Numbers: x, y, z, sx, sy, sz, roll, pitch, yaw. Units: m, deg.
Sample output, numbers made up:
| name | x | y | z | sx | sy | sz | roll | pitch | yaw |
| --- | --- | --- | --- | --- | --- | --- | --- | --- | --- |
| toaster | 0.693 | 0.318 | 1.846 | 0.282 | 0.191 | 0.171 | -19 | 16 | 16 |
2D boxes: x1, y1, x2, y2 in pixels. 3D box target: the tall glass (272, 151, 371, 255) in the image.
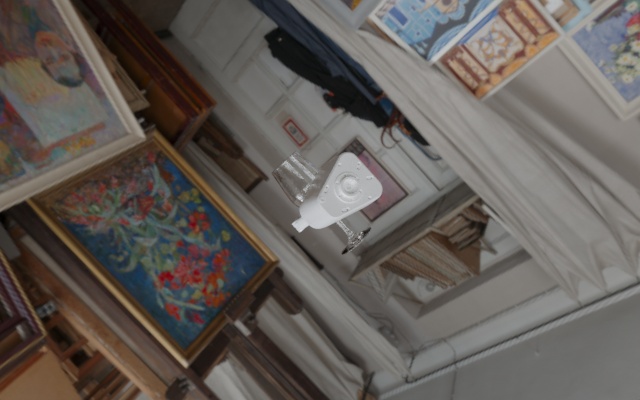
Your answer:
| name | x | y | z | sx | sy | sz | roll | pitch | yaw |
| --- | --- | --- | --- | --- | --- | --- | --- | --- | --- |
| tall glass | 0.001 | 0.003 | 0.881 | 0.079 | 0.201 | 0.079 | -43 | 4 | 4 |
